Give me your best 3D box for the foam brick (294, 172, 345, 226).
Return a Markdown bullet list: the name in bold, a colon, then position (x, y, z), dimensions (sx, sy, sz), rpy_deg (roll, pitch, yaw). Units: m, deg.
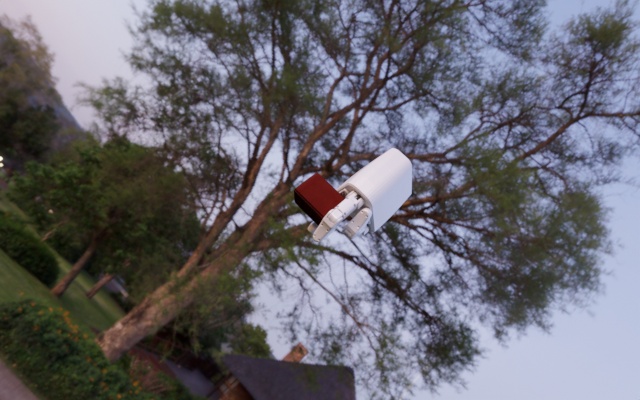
- **foam brick**: position (0.000, 0.002, 0.797), dimensions (0.051, 0.078, 0.053), rpy_deg (-41, -14, -18)
